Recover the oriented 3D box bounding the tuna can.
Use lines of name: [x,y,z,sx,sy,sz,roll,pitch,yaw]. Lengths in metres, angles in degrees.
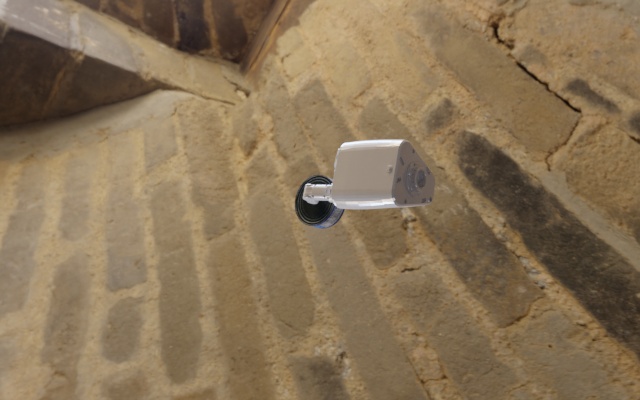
tuna can: [0.000,0.003,0.789,0.086,0.086,0.034,0,-13,40]
